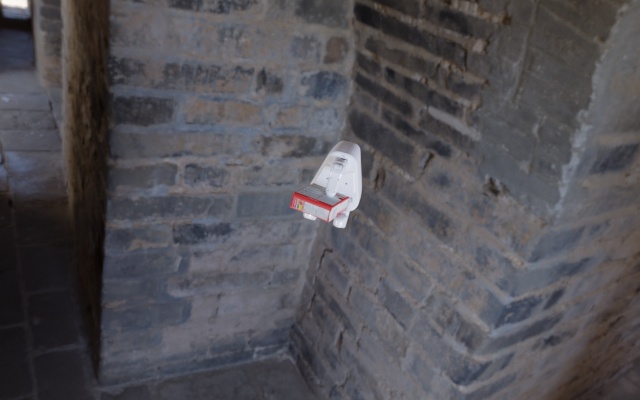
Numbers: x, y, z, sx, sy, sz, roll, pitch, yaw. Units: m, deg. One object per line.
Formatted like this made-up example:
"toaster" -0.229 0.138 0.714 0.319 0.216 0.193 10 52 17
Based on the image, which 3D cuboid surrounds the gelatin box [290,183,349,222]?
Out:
"gelatin box" 0.000 0.002 0.816 0.073 0.030 0.089 21 19 17
